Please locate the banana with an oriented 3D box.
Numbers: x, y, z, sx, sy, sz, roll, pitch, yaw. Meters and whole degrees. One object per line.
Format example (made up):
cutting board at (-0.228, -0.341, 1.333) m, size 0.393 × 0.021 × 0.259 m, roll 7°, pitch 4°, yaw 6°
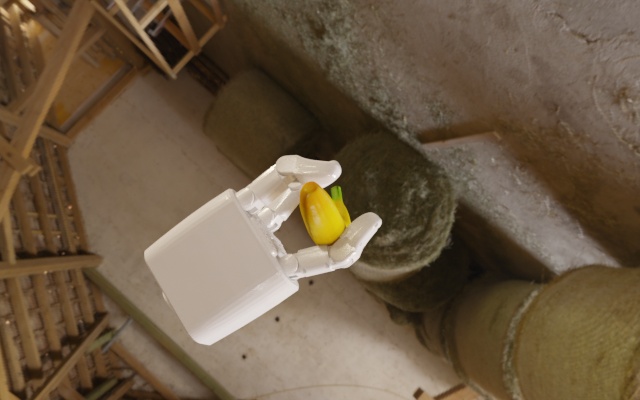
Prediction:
banana at (0.007, 0.019, 0.487) m, size 0.037 × 0.069 × 0.198 m, roll -20°, pitch -2°, yaw 6°
